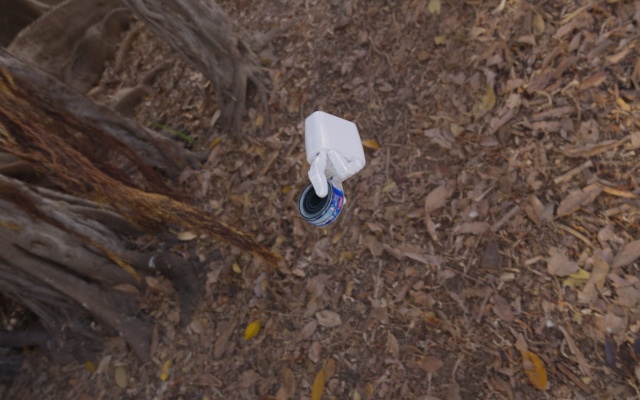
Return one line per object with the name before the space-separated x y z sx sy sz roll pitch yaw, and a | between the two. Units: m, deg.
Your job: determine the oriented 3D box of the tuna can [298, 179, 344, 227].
tuna can | 0.000 0.003 0.876 0.086 0.086 0.034 0 -22 44
